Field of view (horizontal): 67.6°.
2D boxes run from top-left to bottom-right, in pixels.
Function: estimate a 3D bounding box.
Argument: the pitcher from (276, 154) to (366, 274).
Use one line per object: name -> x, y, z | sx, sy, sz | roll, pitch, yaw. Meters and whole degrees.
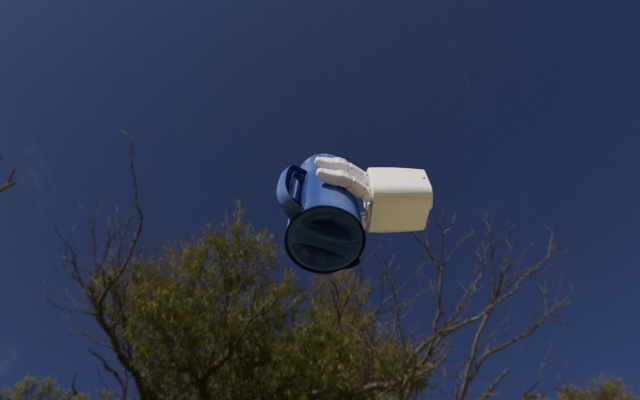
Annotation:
pitcher -> 0.000, 0.003, 0.863 | 0.145, 0.149, 0.242 | 0, 30, -1
